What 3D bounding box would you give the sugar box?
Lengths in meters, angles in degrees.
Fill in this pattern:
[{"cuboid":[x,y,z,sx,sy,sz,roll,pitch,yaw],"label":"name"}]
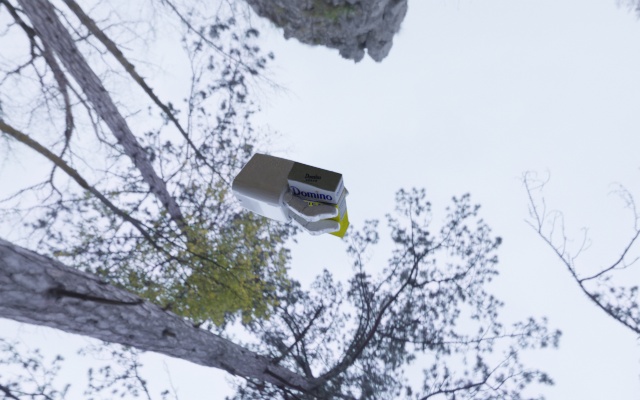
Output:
[{"cuboid":[0.000,0.003,0.886,0.093,0.048,0.176,16,-25,18],"label":"sugar box"}]
